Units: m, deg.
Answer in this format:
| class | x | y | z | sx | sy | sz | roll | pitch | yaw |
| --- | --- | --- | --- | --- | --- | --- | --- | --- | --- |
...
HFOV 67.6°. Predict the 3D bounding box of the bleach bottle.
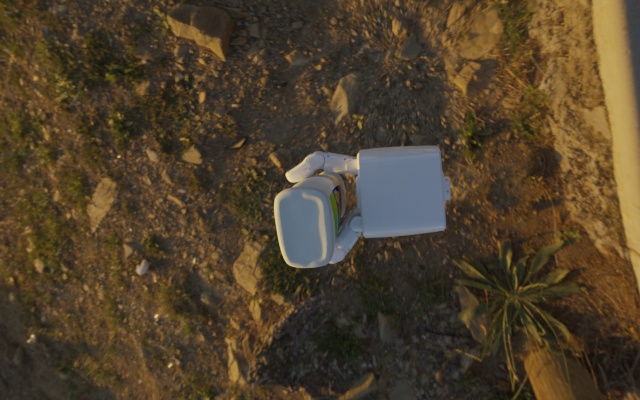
| class | x | y | z | sx | sy | sz | roll | pitch | yaw |
| --- | --- | --- | --- | --- | --- | --- | --- | --- | --- |
| bleach bottle | 0.000 | 0.002 | 0.670 | 0.068 | 0.102 | 0.250 | -3 | 15 | 10 |
